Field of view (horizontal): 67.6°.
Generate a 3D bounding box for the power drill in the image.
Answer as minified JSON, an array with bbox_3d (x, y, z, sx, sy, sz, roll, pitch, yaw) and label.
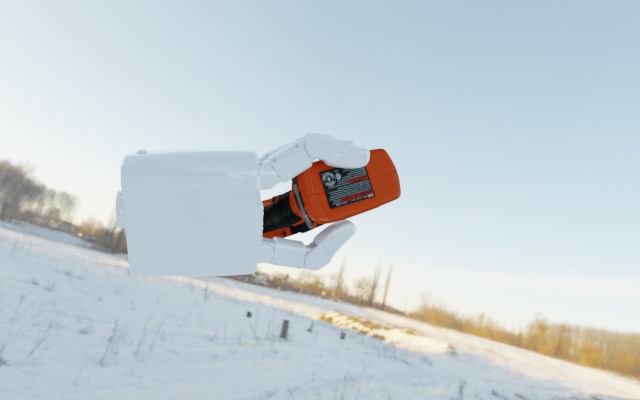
[{"bbox_3d":[0.000,0.002,0.513,0.184,0.057,0.188,-18,-5,-31],"label":"power drill"}]
